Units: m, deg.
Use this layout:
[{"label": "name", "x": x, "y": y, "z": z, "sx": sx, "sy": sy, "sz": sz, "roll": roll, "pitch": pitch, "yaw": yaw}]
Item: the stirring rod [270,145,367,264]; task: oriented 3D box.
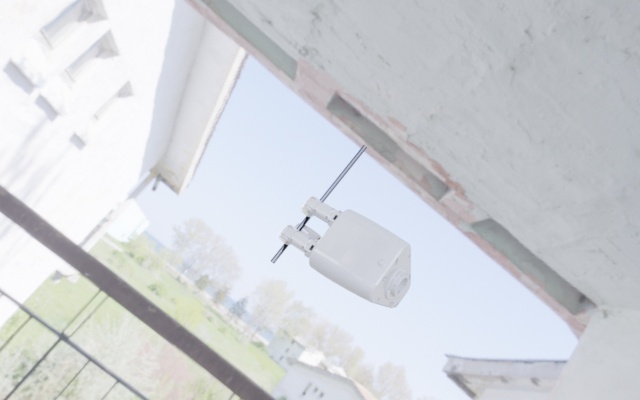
[{"label": "stirring rod", "x": 0.000, "y": 0.003, "z": 0.748, "sx": 0.011, "sy": 0.239, "sz": 0.011, "roll": 36, "pitch": -15, "yaw": 11}]
